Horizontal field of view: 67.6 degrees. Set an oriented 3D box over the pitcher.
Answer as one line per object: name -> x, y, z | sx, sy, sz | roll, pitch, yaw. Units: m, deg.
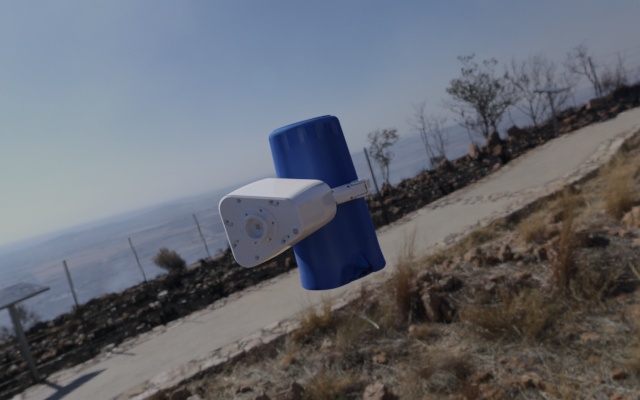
pitcher -> 0.000, 0.002, 0.724 | 0.149, 0.243, 0.145 | -13, 7, 23
